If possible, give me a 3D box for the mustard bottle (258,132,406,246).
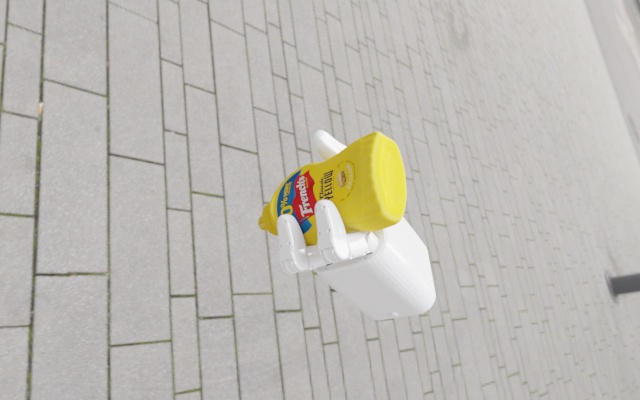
[{"bbox_3d":[0.000,0.001,0.523,0.192,0.096,0.058,-21,-31,39],"label":"mustard bottle"}]
